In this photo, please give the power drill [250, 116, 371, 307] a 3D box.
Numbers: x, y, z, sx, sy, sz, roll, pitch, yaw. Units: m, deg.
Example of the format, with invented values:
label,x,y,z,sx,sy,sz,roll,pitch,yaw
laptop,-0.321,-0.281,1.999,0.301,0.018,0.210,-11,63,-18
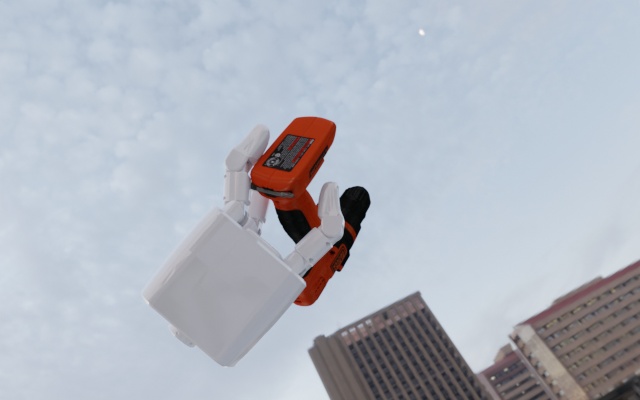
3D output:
label,x,y,z,sx,sy,sz,roll,pitch,yaw
power drill,0.000,0.002,0.541,0.057,0.188,0.184,11,49,28
